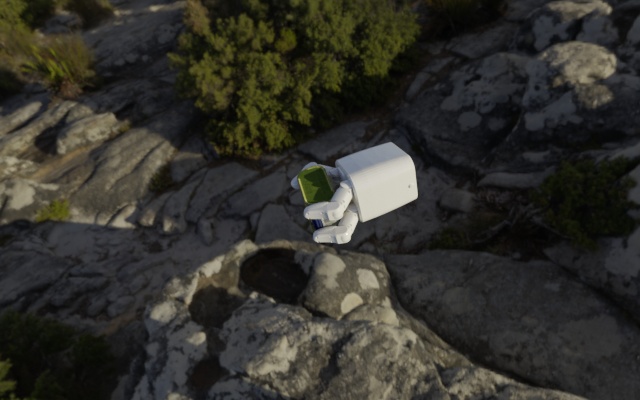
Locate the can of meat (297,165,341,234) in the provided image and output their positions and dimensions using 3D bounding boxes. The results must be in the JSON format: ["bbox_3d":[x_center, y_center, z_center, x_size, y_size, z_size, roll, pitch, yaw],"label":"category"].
[{"bbox_3d":[0.000,0.002,0.807,0.057,0.084,0.102,-19,43,-2],"label":"can of meat"}]
